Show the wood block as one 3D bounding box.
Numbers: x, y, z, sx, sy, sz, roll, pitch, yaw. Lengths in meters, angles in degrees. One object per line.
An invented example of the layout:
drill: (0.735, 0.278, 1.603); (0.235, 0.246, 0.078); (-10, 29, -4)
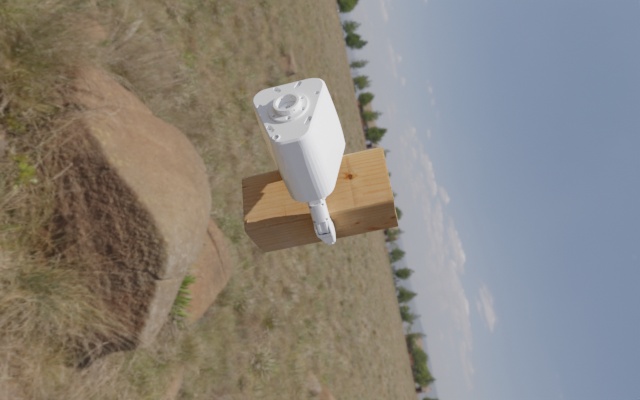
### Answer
wood block: (0.000, 0.002, 0.692); (0.206, 0.090, 0.090); (-12, -28, 8)
